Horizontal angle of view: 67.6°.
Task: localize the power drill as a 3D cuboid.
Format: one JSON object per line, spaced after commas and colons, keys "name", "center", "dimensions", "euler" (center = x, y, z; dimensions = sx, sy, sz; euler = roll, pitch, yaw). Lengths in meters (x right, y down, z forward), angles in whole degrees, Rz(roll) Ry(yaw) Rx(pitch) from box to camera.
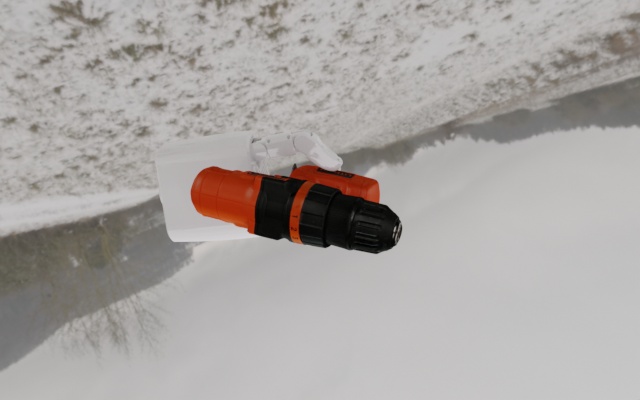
{"name": "power drill", "center": [0.000, 0.001, 0.458], "dimensions": [0.184, 0.057, 0.187], "euler": [14, 7, 19]}
